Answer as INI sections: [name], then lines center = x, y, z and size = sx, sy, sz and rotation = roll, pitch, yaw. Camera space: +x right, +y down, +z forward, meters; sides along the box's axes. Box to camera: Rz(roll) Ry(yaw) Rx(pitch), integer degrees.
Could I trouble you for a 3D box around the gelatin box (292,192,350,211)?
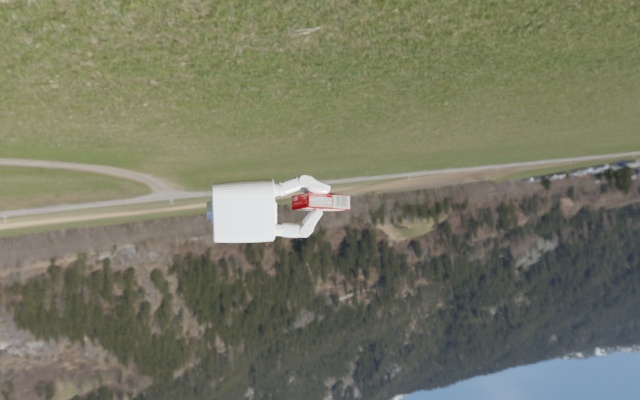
[gelatin box]
center = 0.000, 0.003, 0.888
size = 0.089, 0.030, 0.073
rotation = 3, -5, -25
